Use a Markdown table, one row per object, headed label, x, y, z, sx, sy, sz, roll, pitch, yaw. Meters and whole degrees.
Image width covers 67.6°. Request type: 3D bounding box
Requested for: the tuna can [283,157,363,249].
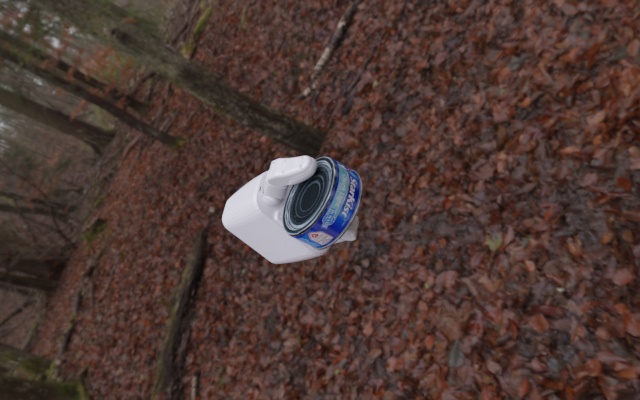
| label | x | y | z | sx | sy | sz | roll | pitch | yaw |
| --- | --- | --- | --- | --- | --- | --- | --- | --- | --- |
| tuna can | 0.000 | 0.001 | 0.461 | 0.034 | 0.086 | 0.086 | 28 | -14 | -27 |
